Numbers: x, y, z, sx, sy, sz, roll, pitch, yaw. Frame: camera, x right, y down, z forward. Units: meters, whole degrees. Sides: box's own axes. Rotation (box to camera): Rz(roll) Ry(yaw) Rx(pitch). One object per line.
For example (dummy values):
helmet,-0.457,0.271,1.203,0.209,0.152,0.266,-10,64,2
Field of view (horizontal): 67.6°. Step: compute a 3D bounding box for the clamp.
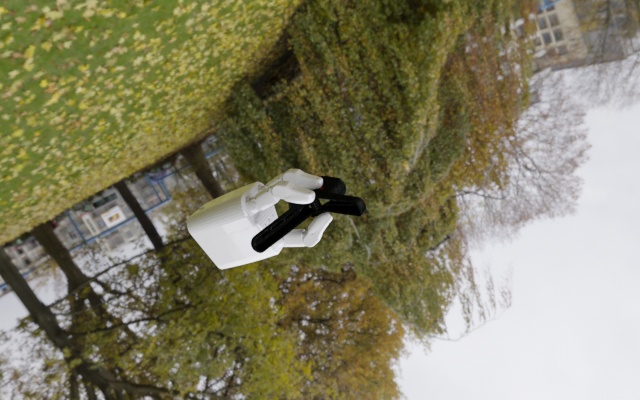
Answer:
clamp,0.000,0.003,0.707,0.164,0.036,0.210,-18,17,20
